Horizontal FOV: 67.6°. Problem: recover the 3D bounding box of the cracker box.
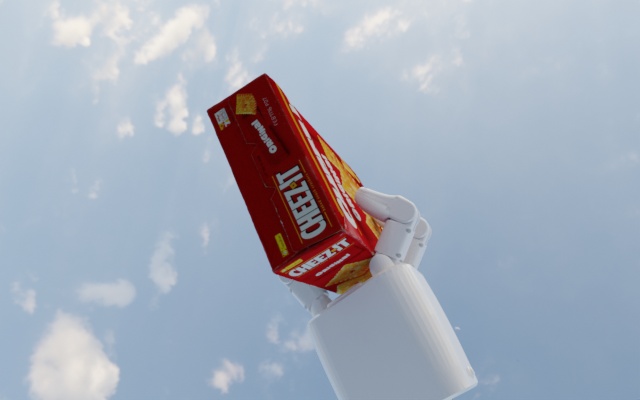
[{"bbox_3d":[0.000,0.002,0.462,0.072,0.164,0.214,-32,-26,10],"label":"cracker box"}]
